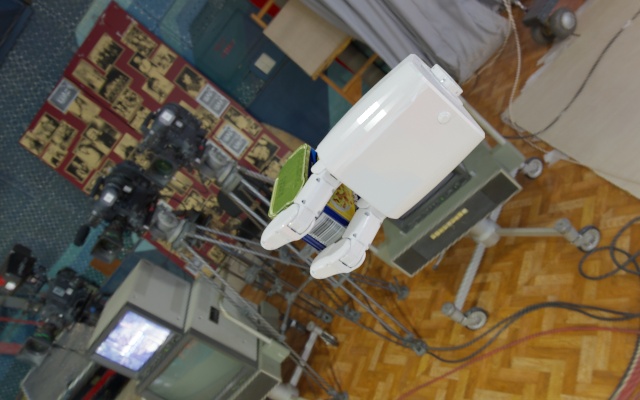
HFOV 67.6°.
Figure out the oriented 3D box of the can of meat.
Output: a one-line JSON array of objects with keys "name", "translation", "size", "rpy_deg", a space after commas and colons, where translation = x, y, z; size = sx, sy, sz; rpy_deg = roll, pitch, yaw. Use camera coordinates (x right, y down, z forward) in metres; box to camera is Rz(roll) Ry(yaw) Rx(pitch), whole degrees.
[{"name": "can of meat", "translation": [0.000, 0.001, 0.474], "size": [0.084, 0.057, 0.102], "rpy_deg": [37, 28, -21]}]
